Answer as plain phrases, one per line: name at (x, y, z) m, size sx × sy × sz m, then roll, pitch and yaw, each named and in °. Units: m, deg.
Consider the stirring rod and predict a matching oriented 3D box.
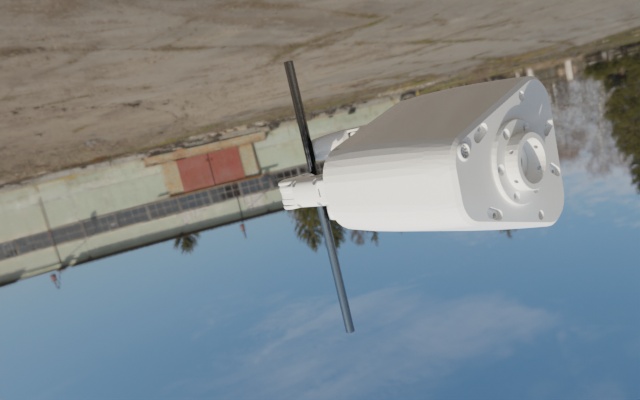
stirring rod at (0.000, 0.001, 0.412) m, size 0.011 × 0.239 × 0.011 m, roll -13°, pitch 8°, yaw 2°
